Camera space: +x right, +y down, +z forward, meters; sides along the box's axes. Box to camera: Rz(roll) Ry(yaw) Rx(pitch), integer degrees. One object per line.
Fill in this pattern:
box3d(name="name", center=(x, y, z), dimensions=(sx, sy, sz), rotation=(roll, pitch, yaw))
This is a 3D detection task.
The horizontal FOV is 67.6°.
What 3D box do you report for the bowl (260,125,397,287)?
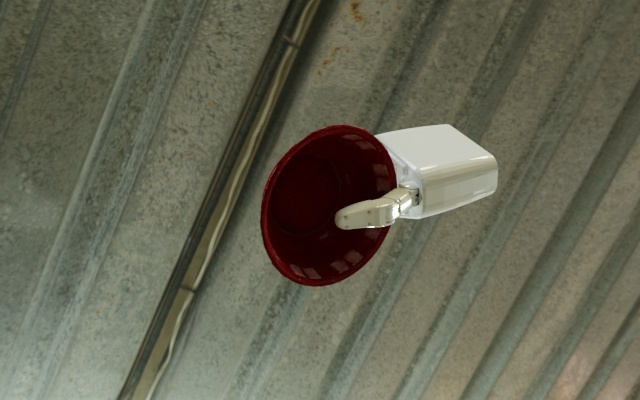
box3d(name="bowl", center=(-0.001, 0.001, 0.479), dimensions=(0.162, 0.162, 0.055), rotation=(0, 15, -36))
